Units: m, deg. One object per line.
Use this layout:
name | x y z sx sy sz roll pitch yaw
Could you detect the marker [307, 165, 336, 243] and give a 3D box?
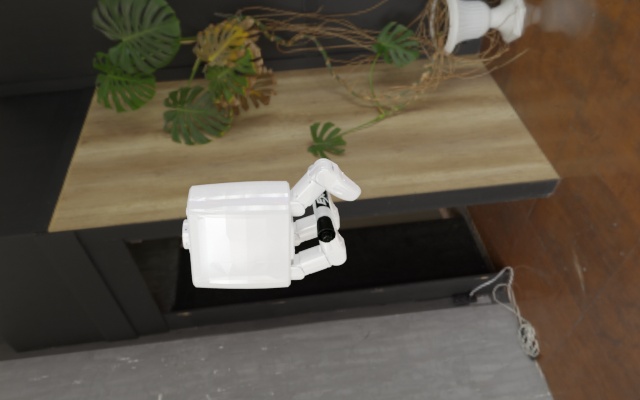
marker | 0.000 0.002 0.510 0.020 0.020 0.121 0 37 -8
